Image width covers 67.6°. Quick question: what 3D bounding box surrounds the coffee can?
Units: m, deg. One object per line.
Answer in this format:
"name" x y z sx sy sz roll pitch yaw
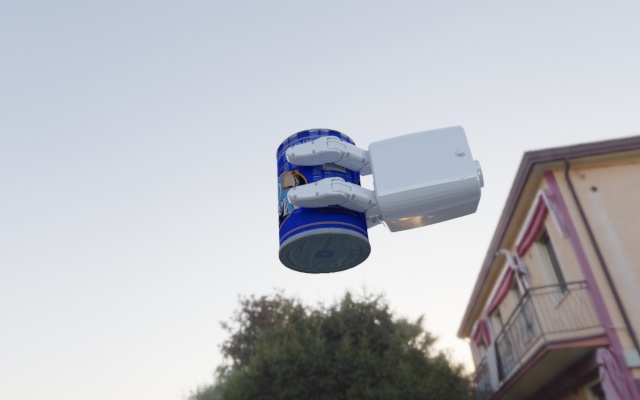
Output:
"coffee can" 0.000 0.002 0.560 0.103 0.140 0.103 -3 -32 -2
